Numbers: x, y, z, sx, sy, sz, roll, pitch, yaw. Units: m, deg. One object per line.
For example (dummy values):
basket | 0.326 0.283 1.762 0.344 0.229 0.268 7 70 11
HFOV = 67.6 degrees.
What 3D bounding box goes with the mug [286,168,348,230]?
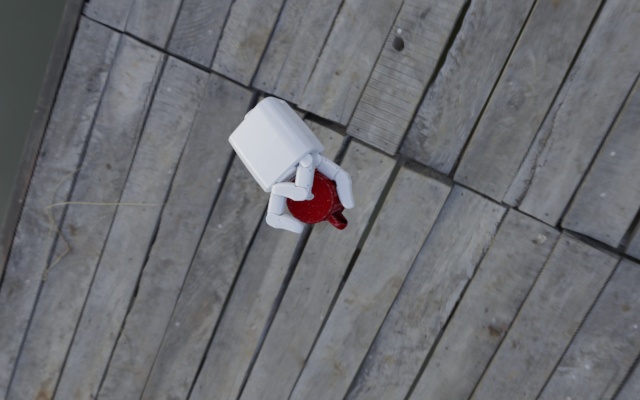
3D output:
mug | 0.001 0.004 0.785 0.093 0.117 0.081 -41 -5 16
